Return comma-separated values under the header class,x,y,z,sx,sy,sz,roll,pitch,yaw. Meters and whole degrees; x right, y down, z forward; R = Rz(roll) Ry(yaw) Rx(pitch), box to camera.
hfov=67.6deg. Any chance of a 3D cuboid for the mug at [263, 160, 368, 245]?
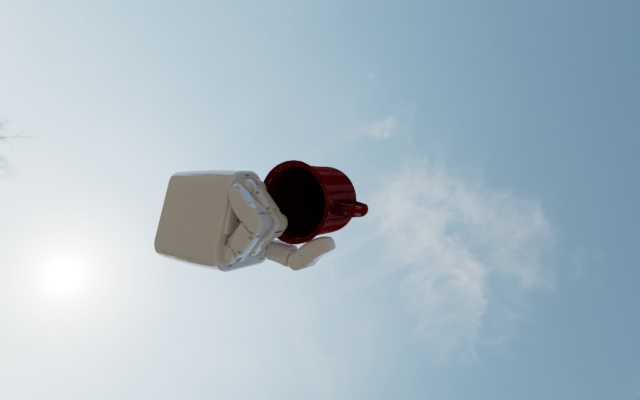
class,x,y,z,sx,sy,sz,roll,pitch,yaw
mug,0.001,0.002,0.551,0.117,0.093,0.081,7,6,31
